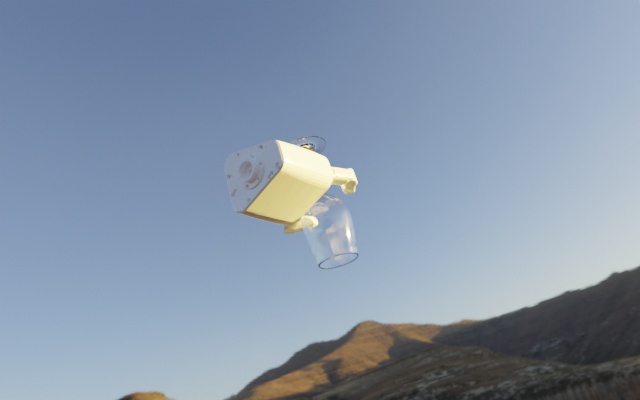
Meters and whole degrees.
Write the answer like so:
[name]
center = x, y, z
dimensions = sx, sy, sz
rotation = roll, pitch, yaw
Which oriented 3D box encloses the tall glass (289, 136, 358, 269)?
[tall glass]
center = 0.000, 0.002, 0.744
dimensions = 0.079, 0.201, 0.079
rotation = -15, -23, -6
